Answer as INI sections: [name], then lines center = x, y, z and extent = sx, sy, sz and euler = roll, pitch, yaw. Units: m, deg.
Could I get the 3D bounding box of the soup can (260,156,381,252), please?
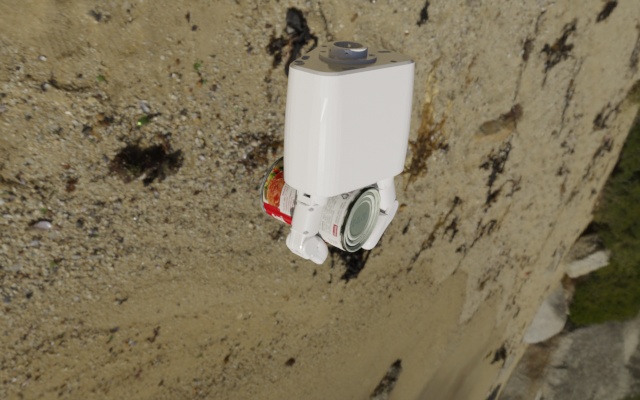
[soup can]
center = 0.000, 0.002, 0.475
extent = 0.102, 0.068, 0.068
euler = 23, 12, 30
